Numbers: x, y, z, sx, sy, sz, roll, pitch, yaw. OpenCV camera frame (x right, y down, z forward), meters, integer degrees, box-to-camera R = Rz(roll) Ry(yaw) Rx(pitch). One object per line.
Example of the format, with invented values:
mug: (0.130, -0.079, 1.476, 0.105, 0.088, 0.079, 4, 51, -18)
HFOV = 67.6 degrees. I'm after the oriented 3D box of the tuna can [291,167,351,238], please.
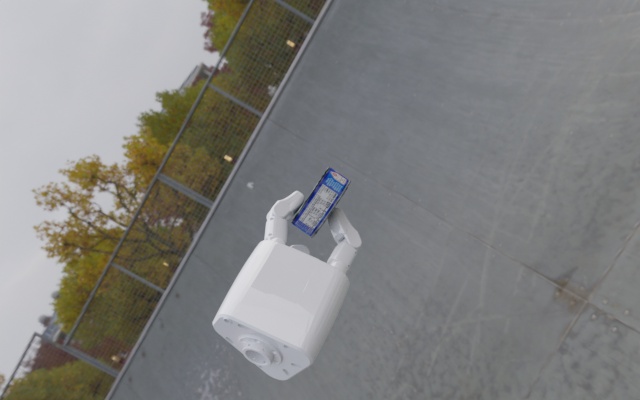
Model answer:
tuna can: (0.000, 0.002, 0.589, 0.034, 0.086, 0.086, 34, -1, -1)
